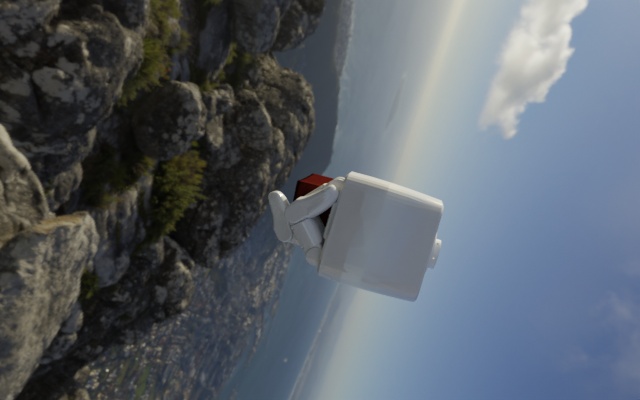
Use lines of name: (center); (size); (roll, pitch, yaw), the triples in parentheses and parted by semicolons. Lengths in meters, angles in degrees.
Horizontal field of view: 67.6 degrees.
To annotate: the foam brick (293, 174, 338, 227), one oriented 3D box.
foam brick: (0.000, 0.002, 0.578); (0.051, 0.053, 0.078); (14, 13, 9)
